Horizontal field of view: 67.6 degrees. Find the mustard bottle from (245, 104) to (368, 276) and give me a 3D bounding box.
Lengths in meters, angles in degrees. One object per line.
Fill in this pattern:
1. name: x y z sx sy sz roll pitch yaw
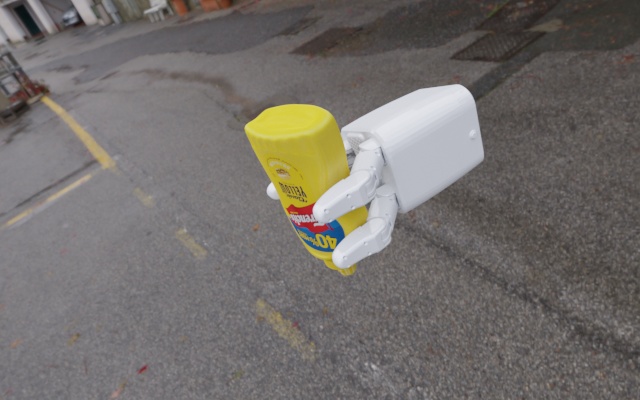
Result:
1. mustard bottle: 0.000 0.002 0.471 0.096 0.192 0.058 12 47 42
